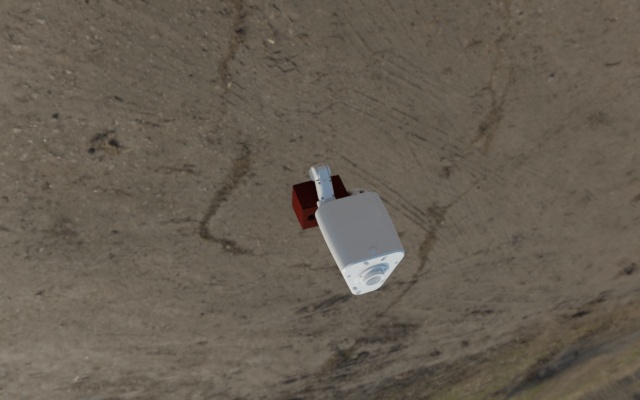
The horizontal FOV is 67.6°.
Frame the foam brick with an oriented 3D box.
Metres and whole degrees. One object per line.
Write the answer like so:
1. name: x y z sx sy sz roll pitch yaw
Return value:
1. foam brick: 0.000 0.002 0.735 0.078 0.051 0.053 -14 -37 -13
